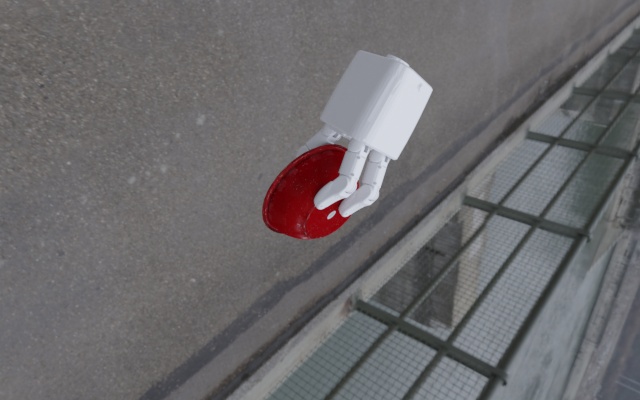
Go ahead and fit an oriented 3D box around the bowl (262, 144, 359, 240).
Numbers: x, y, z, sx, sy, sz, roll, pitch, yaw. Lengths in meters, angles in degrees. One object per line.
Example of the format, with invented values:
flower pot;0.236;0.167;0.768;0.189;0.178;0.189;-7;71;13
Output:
bowl;0.000;0.004;0.674;0.162;0.162;0.055;0;39;-48
